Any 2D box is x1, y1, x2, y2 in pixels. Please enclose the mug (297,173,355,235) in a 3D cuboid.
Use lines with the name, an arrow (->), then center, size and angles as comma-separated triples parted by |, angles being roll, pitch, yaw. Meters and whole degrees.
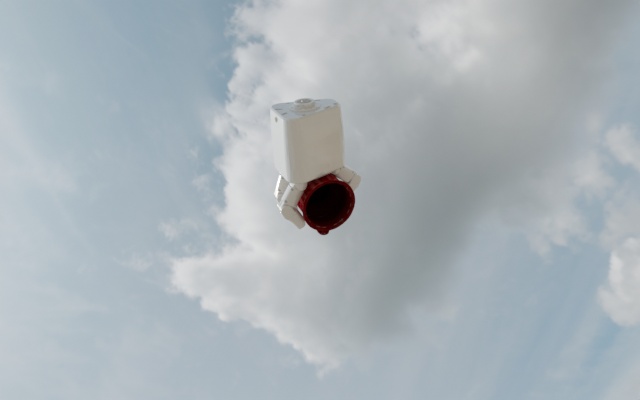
mug -> 0.000, 0.004, 0.811 | 0.093, 0.117, 0.081 | -14, 31, -18
